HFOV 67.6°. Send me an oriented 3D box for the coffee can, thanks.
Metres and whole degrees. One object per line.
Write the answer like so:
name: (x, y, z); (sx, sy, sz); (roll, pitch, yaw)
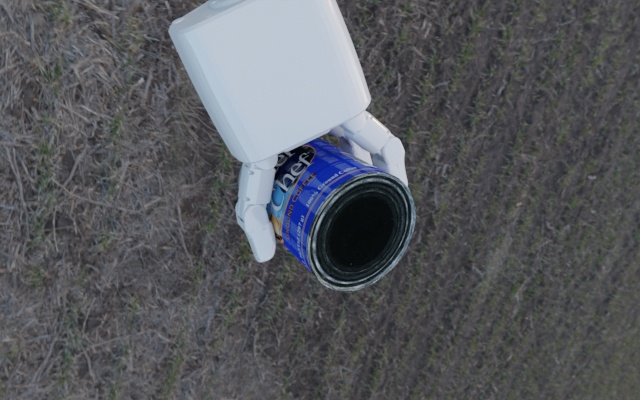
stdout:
coffee can: (0.000, 0.002, 0.427); (0.103, 0.103, 0.140); (0, 21, -32)
